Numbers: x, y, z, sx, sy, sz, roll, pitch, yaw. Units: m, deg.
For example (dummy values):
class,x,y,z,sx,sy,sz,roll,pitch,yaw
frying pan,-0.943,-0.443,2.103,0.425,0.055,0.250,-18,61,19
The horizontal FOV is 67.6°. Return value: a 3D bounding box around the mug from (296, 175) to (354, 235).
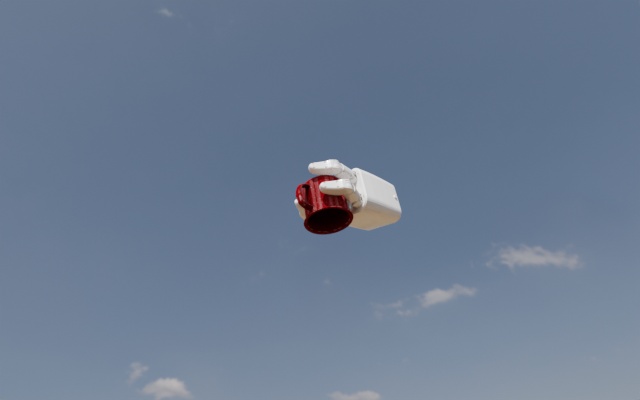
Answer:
class,x,y,z,sx,sy,sz,roll,pitch,yaw
mug,-0.001,0.002,0.895,0.117,0.081,0.093,20,-45,-36
